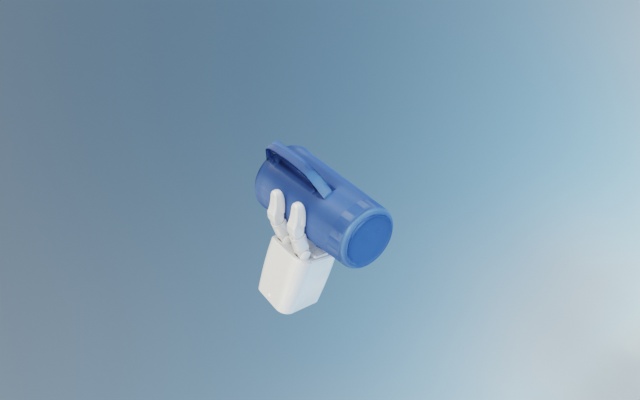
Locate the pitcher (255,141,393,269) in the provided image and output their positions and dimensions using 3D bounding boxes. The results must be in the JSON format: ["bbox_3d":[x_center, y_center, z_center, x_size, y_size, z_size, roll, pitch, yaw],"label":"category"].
[{"bbox_3d":[0.000,0.003,0.798,0.149,0.145,0.242,2,24,-42],"label":"pitcher"}]
